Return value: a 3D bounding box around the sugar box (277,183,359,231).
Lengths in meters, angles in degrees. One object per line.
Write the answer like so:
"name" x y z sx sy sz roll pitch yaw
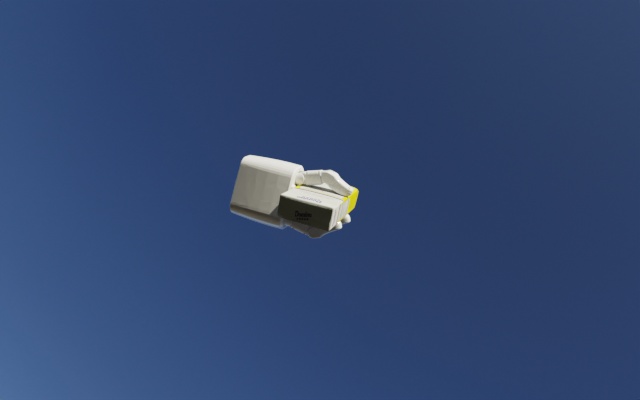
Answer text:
"sugar box" 0.000 0.003 0.830 0.093 0.048 0.176 15 18 15
